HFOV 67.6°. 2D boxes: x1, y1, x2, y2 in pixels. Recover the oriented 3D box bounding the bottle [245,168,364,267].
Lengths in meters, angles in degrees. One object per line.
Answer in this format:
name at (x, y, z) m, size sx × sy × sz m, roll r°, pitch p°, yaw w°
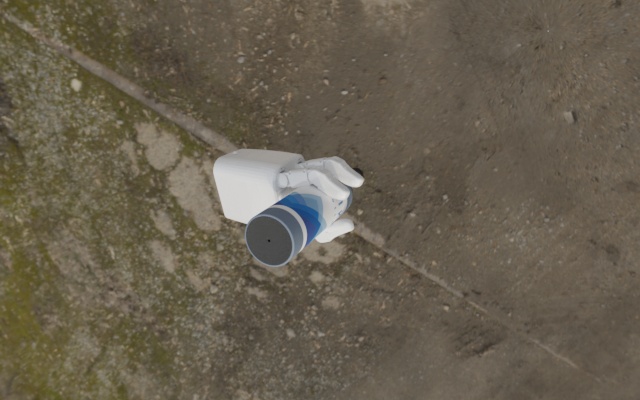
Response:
bottle at (0.000, 0.002, 0.679) m, size 0.069 × 0.069 × 0.295 m, roll 0°, pitch 18°, yaw 25°
